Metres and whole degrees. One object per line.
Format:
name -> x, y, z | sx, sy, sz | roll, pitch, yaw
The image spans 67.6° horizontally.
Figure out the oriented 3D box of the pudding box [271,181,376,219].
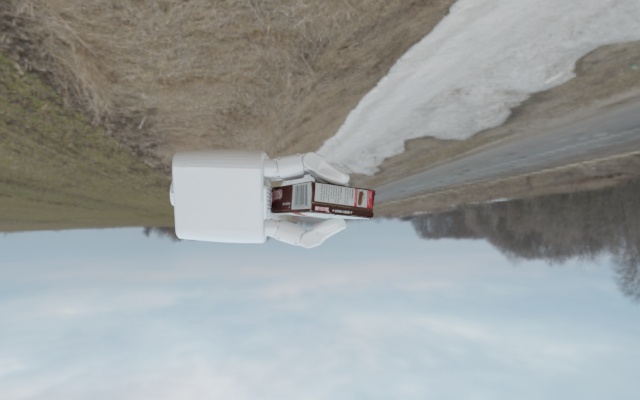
pudding box -> 0.000, 0.002, 0.598 | 0.090, 0.039, 0.113 | 6, -3, -29
